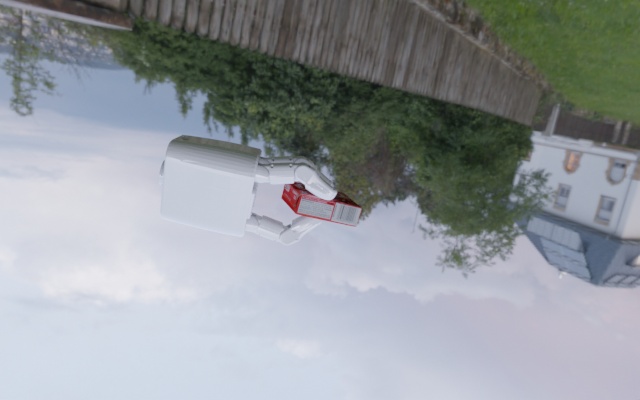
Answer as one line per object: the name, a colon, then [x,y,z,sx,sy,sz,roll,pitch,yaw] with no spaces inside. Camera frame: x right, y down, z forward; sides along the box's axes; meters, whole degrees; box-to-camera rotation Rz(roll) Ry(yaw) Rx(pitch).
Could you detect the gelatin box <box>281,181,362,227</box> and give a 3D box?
gelatin box: [0.000,0.003,0.626,0.089,0.030,0.073,13,12,-20]
